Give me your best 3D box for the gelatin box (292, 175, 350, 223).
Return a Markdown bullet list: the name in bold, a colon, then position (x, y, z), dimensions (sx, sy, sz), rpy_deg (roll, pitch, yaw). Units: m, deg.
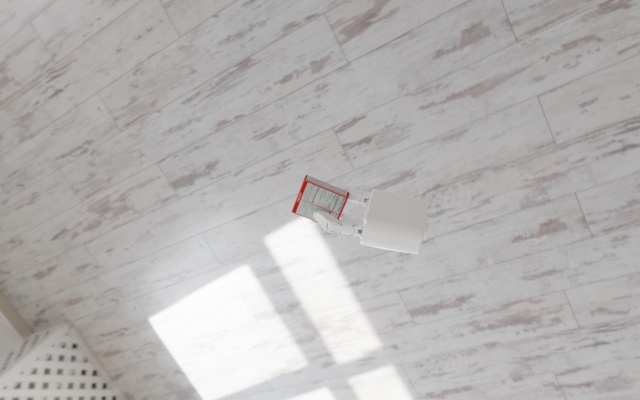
- **gelatin box**: position (0.000, 0.003, 0.892), dimensions (0.089, 0.073, 0.030), rpy_deg (21, 27, -2)
